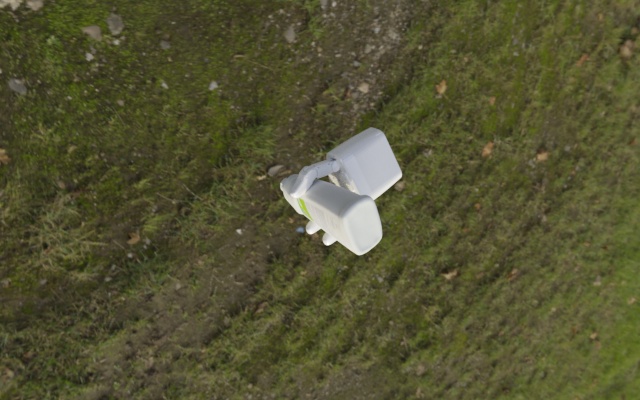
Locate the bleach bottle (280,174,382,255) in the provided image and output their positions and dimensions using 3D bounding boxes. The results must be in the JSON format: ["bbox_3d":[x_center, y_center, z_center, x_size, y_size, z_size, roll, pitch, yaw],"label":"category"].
[{"bbox_3d":[0.000,0.003,0.848,0.068,0.103,0.250,-35,36,-20],"label":"bleach bottle"}]
